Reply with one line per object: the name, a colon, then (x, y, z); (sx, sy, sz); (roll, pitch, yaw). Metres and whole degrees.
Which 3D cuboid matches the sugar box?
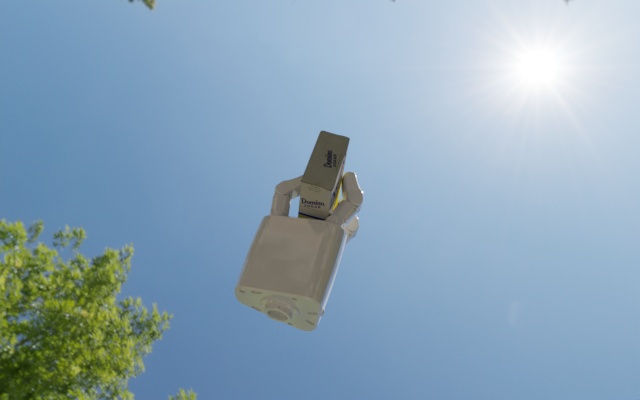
sugar box: (0.001, 0.002, 0.644); (0.048, 0.093, 0.176); (17, -37, 4)
